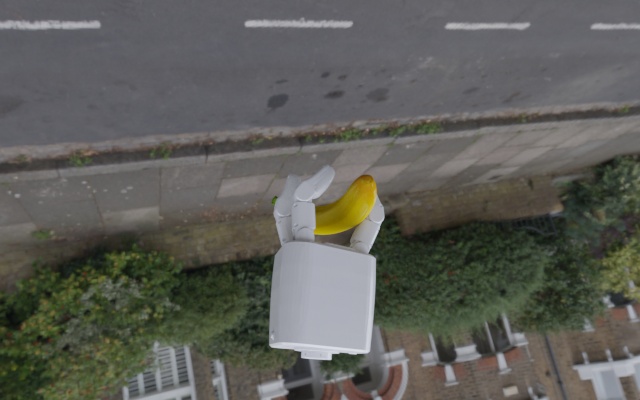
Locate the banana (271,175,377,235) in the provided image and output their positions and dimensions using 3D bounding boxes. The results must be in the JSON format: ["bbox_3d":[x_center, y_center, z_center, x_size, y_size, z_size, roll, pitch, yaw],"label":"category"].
[{"bbox_3d":[0.012,0.012,0.583,0.070,0.037,0.198,36,-28,-27],"label":"banana"}]
